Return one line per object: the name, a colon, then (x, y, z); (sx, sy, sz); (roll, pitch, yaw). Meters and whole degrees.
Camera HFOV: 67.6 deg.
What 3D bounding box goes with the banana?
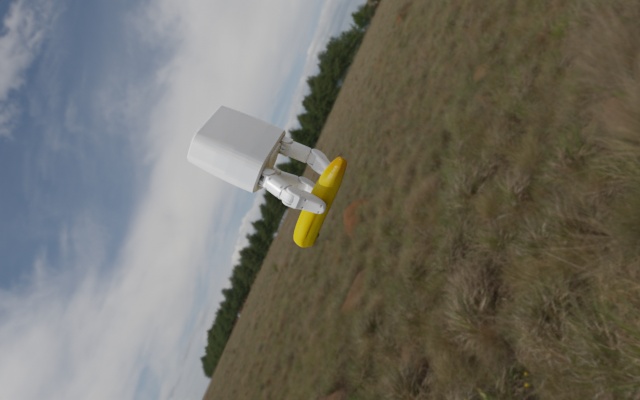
banana: (-0.007, 0.017, 0.709); (0.037, 0.069, 0.198); (25, -39, 3)
